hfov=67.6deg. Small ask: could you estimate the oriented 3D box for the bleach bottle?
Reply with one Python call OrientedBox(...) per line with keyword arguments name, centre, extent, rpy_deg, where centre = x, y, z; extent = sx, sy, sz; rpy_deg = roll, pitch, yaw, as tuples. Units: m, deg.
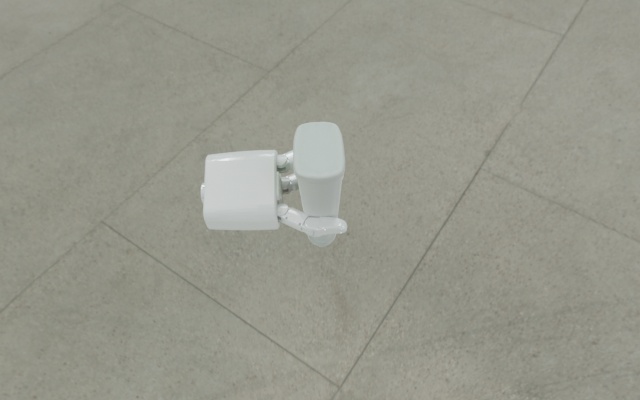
OrientedBox(name="bleach bottle", centre=(0.000, 0.002, 0.721), extent=(0.068, 0.102, 0.251), rpy_deg=(-2, -36, 0))
